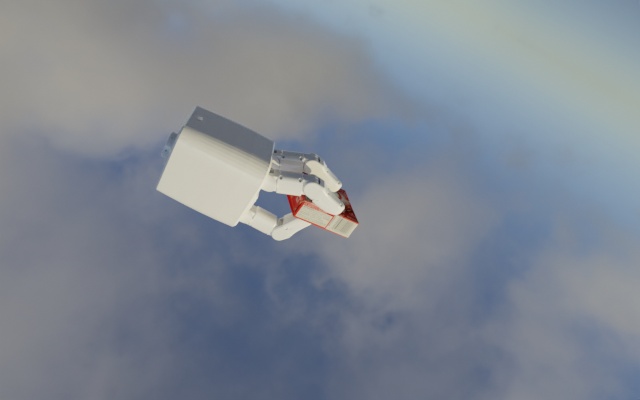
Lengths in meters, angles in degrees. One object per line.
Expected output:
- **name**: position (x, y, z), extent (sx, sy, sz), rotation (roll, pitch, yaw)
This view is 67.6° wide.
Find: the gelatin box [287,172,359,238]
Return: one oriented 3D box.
- **gelatin box**: position (0.000, 0.002, 0.612), extent (0.089, 0.030, 0.073), rotation (24, 27, -29)
